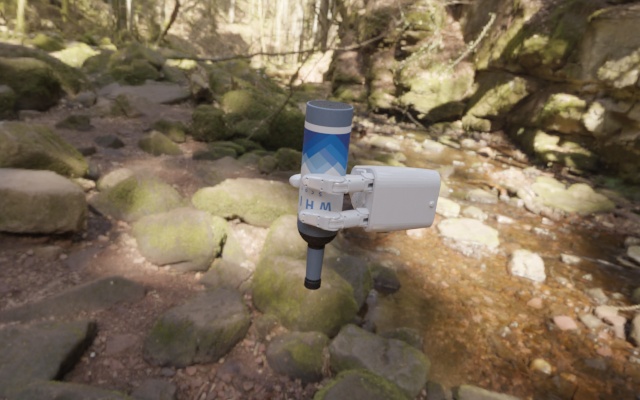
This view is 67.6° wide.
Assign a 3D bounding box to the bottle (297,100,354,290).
[{"bbox_3d":[0.000,0.002,0.723,0.069,0.296,0.069,5,22,-2],"label":"bottle"}]
